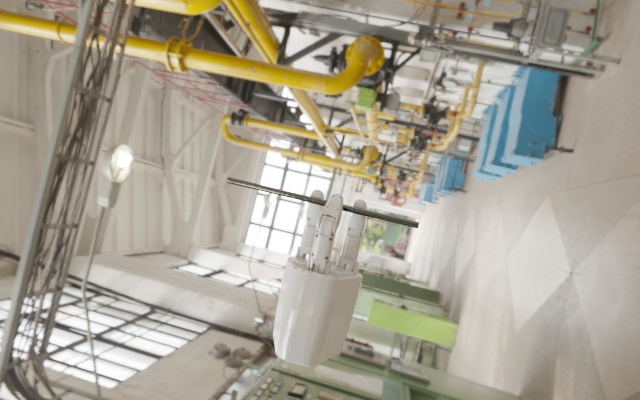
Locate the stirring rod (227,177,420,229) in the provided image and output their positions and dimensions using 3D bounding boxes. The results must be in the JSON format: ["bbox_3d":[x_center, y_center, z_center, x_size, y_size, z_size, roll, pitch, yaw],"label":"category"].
[{"bbox_3d":[0.000,0.002,0.581,0.239,0.011,0.011,13,2,9],"label":"stirring rod"}]
